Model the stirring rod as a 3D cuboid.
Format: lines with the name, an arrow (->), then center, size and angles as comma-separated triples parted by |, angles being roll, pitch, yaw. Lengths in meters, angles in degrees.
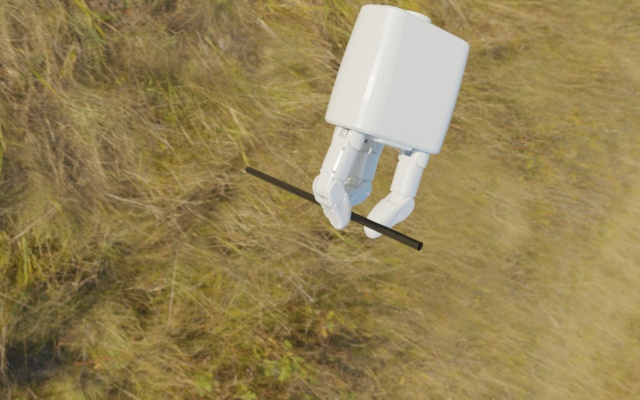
stirring rod -> 0.000, 0.001, 0.482 | 0.239, 0.011, 0.011 | 24, 16, 40
